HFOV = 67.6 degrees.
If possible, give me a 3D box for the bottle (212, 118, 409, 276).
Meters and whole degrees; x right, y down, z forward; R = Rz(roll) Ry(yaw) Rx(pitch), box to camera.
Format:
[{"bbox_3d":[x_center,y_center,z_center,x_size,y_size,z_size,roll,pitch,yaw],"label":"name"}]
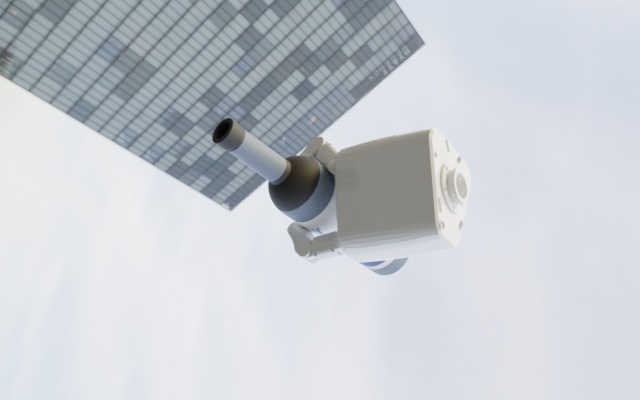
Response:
[{"bbox_3d":[0.000,0.002,0.529,0.069,0.069,0.296,0,-26,43],"label":"bottle"}]
